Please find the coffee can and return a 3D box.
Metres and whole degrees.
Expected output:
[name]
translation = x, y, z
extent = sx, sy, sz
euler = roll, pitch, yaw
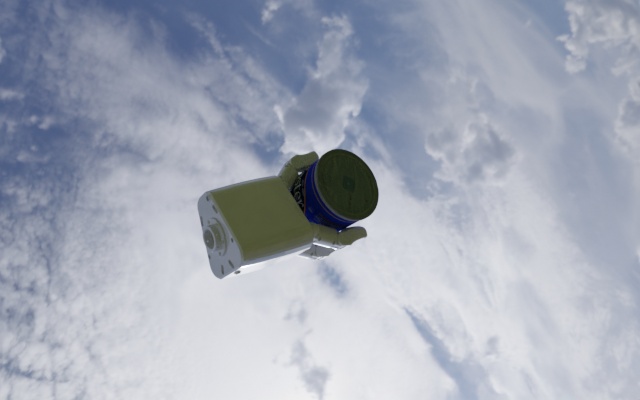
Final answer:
[coffee can]
translation = 0.000, 0.002, 0.685
extent = 0.103, 0.102, 0.140
euler = 0, -21, -36
